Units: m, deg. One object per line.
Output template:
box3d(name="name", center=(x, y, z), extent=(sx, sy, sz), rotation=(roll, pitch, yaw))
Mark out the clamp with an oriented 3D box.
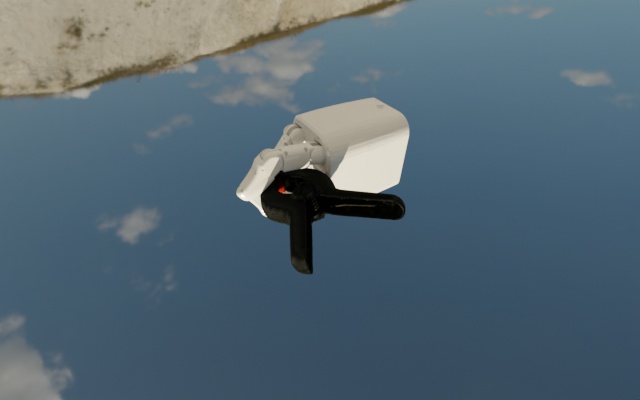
box3d(name="clamp", center=(0.000, 0.002, 0.482), extent=(0.120, 0.039, 0.171), rotation=(-19, 35, -18))
